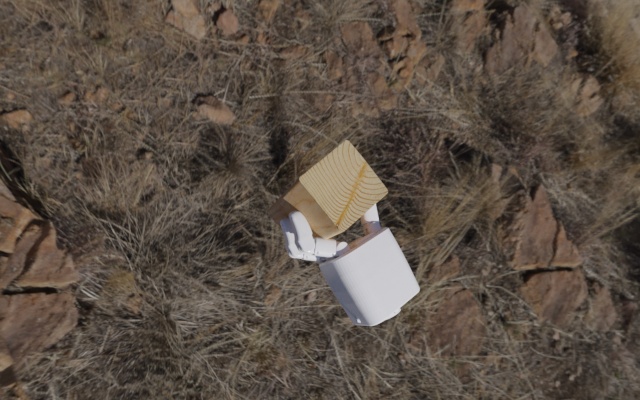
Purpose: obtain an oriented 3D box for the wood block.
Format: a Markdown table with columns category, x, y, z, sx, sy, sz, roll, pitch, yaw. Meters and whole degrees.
| category | x | y | z | sx | sy | sz | roll | pitch | yaw |
| --- | --- | --- | --- | --- | --- | --- | --- | --- | --- |
| wood block | 0.001 | 0.002 | 0.698 | 0.091 | 0.090 | 0.206 | -40 | 2 | -22 |
